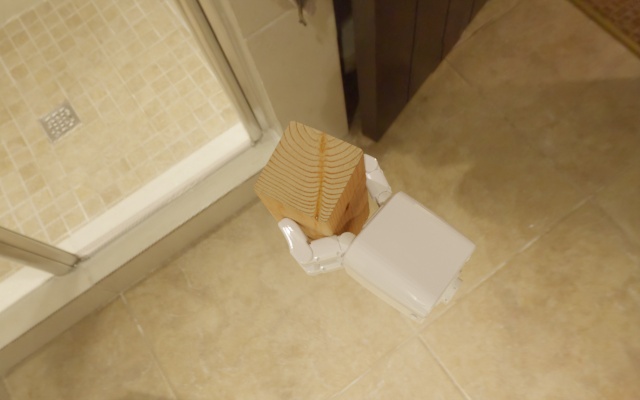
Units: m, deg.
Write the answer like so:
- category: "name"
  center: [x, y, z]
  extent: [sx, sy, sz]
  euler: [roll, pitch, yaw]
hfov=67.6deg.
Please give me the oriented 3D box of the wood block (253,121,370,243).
- category: "wood block"
  center: [0.001, 0.002, 0.588]
  extent: [0.090, 0.091, 0.206]
  euler: [24, -15, 15]
